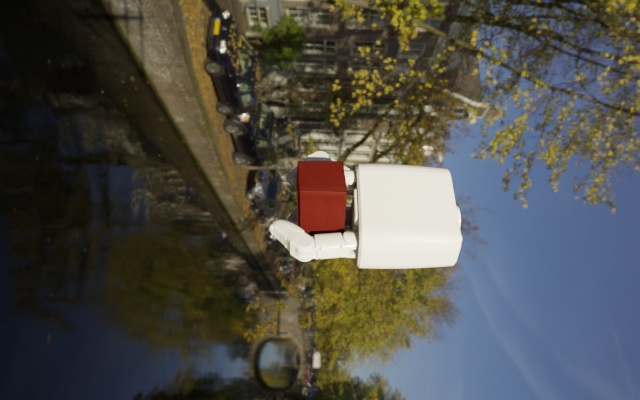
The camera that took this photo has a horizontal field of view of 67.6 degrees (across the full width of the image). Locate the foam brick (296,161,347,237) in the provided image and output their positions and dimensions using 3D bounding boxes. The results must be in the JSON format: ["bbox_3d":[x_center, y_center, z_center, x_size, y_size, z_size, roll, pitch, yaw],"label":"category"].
[{"bbox_3d":[0.000,0.002,0.520,0.051,0.078,0.053,0,41,-2],"label":"foam brick"}]
